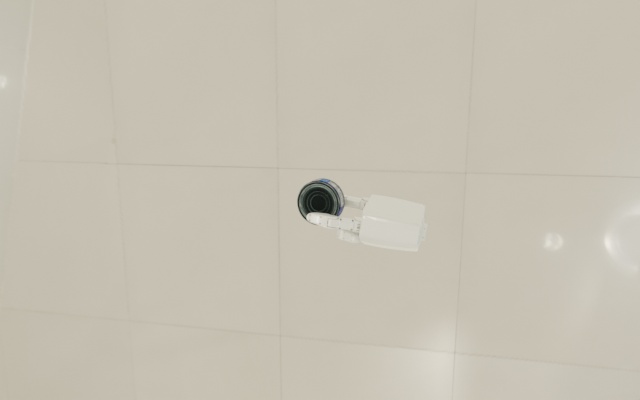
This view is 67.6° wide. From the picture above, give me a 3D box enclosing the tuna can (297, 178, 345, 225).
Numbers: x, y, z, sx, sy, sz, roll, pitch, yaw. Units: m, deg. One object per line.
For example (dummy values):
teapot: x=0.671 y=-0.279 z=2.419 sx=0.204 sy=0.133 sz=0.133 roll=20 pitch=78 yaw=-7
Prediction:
tuna can: x=0.000 y=0.003 z=0.894 sx=0.086 sy=0.086 sz=0.033 roll=0 pitch=10 yaw=18
